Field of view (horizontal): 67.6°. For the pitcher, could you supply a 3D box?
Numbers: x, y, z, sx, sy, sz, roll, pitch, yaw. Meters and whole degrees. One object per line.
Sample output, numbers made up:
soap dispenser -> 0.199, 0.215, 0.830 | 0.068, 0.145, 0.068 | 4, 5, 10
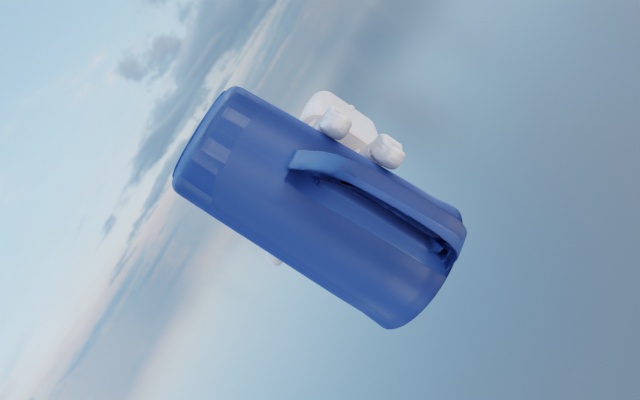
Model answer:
pitcher -> 0.000, 0.001, 0.428 | 0.243, 0.149, 0.145 | 31, 25, -11
